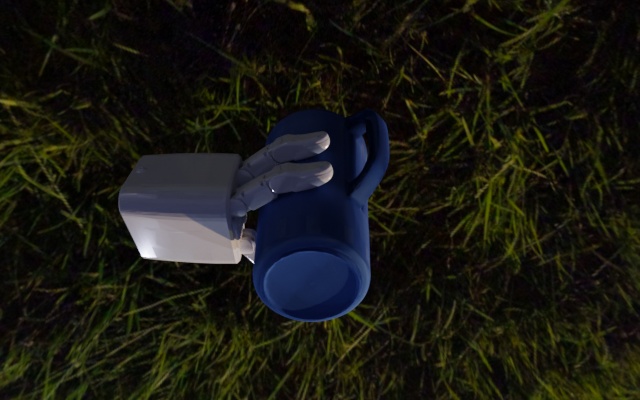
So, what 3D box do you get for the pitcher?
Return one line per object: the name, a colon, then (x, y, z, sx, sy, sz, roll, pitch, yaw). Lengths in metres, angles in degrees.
pitcher: (0.000, 0.002, 0.521, 0.145, 0.149, 0.242, 2, 35, -1)
